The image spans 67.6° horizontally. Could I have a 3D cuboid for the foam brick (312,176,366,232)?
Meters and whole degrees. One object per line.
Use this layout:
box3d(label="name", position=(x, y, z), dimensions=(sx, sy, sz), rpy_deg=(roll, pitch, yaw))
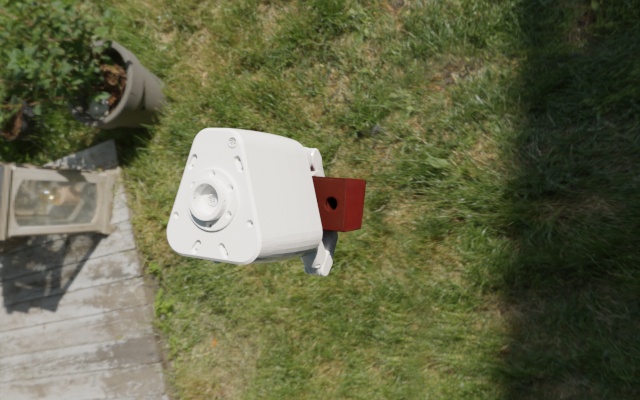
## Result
box3d(label="foam brick", position=(0.000, 0.002, 0.486), dimensions=(0.078, 0.053, 0.051), rpy_deg=(4, 2, 24))
